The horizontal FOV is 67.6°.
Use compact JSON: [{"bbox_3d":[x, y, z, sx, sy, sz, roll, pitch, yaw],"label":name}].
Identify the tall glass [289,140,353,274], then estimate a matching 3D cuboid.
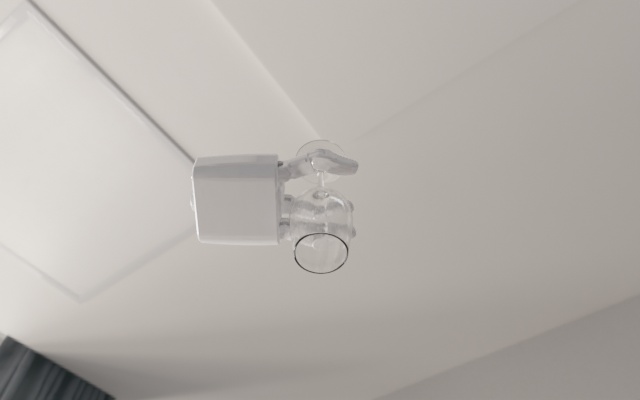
[{"bbox_3d":[0.000,0.002,0.611,0.079,0.079,0.201,0,35,-1],"label":"tall glass"}]
